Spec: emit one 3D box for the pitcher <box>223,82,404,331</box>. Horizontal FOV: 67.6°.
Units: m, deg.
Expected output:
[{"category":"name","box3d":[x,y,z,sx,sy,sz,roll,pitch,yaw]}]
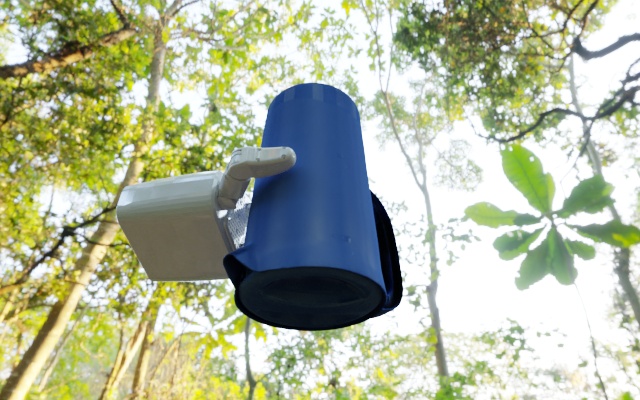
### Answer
[{"category":"pitcher","box3d":[0.000,0.002,0.488,0.145,0.242,0.149,-7,-37,10]}]
